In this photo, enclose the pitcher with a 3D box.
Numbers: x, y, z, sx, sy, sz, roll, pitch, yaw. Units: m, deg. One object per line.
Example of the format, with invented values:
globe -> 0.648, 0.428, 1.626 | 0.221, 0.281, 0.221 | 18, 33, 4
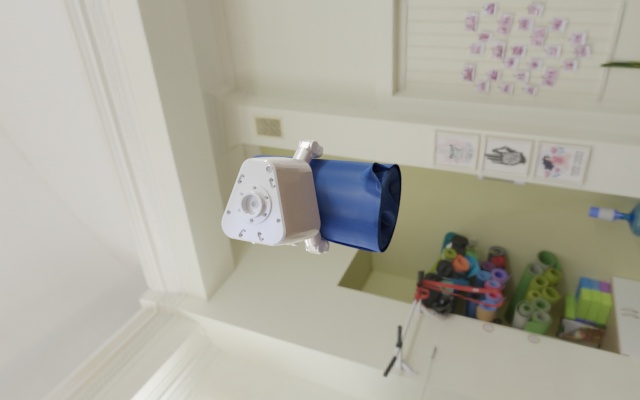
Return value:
pitcher -> 0.000, 0.002, 0.754 | 0.243, 0.149, 0.145 | 9, 6, 21
